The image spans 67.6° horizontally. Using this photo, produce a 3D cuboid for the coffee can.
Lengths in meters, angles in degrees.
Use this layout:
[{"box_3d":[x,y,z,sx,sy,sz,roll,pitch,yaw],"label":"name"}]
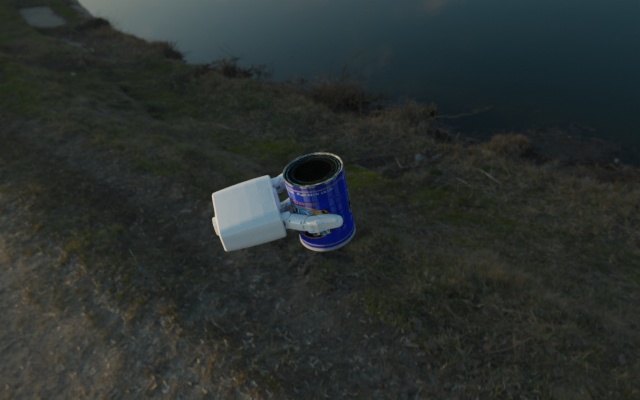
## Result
[{"box_3d":[0.000,0.003,0.827,0.103,0.140,0.102,-9,36,6],"label":"coffee can"}]
